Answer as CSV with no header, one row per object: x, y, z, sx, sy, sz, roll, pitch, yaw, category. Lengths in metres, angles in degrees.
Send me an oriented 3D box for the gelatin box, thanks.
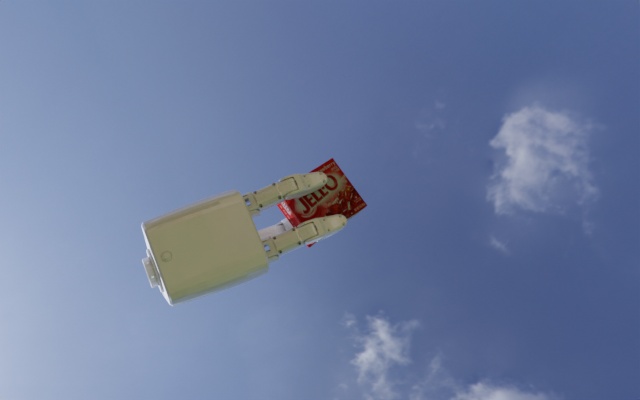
0.000,0.002,0.568,0.089,0.073,0.030,-33,-6,-29,gelatin box
